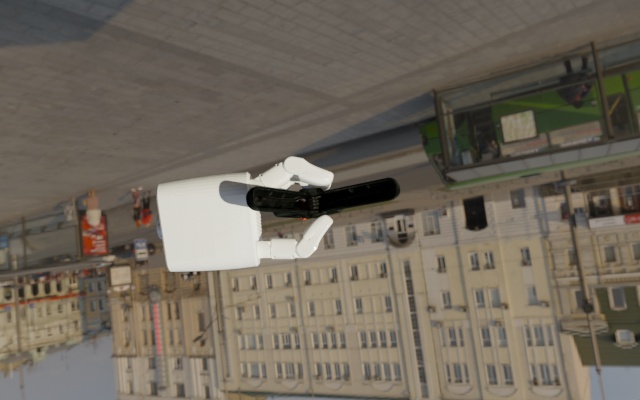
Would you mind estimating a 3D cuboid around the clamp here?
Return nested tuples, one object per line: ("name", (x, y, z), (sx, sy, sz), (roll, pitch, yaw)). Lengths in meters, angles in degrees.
("clamp", (0.000, 0.003, 0.588), (0.164, 0.036, 0.210), (-4, -6, -4))
